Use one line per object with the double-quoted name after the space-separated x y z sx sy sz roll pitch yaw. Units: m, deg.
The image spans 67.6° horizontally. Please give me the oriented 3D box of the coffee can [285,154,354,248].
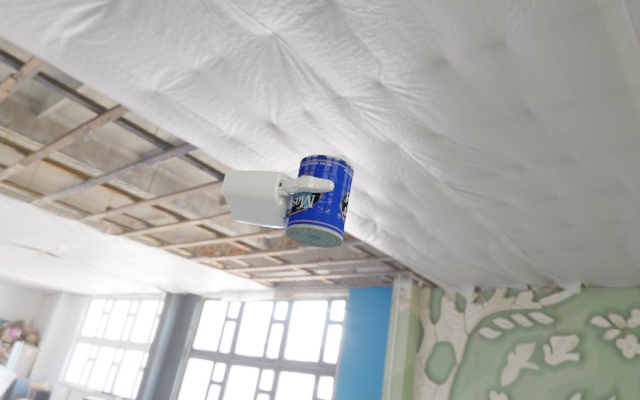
0.000 0.003 0.861 0.103 0.140 0.103 9 -22 4 "coffee can"
